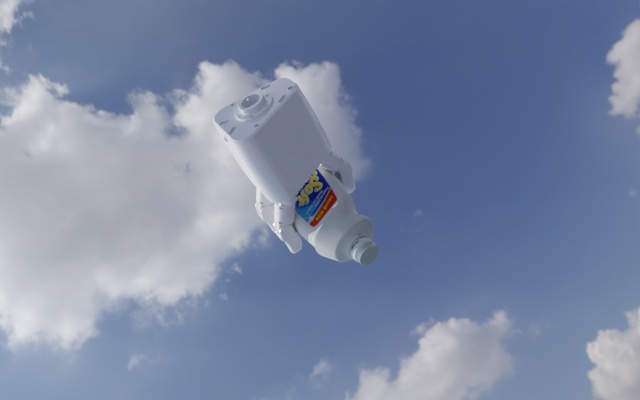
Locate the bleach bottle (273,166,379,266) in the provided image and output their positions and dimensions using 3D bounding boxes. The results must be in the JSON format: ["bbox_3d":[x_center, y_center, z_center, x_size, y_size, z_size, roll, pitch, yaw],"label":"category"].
[{"bbox_3d":[0.000,0.002,0.656,0.102,0.068,0.250,-39,43,-9],"label":"bleach bottle"}]
